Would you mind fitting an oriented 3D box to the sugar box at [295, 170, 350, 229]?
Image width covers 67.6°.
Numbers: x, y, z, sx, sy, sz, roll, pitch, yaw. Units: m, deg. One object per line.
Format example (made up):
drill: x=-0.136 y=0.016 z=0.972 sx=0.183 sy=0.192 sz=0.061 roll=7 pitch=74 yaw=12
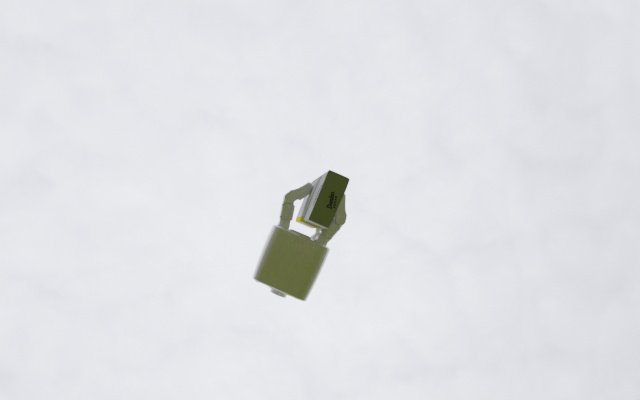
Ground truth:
sugar box: x=0.001 y=0.003 z=0.865 sx=0.048 sy=0.093 sz=0.176 roll=24 pitch=-6 yaw=-10
